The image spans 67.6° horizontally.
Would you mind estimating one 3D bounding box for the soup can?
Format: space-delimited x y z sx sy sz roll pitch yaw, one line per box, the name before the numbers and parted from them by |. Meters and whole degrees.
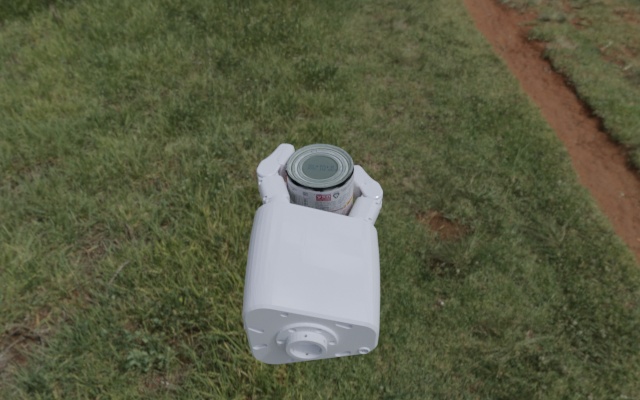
soup can | 0.000 0.001 0.492 0.068 0.068 0.102 -1 -45 1
